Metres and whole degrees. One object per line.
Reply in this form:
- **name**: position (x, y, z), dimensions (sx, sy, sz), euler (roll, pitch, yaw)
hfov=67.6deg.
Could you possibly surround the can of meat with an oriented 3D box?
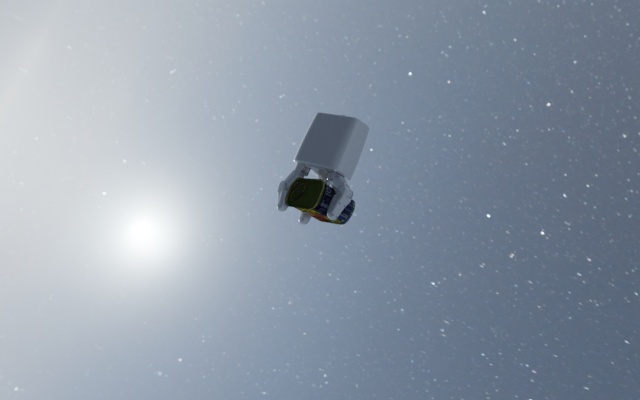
- **can of meat**: position (0.000, 0.003, 0.864), dimensions (0.084, 0.057, 0.102), euler (28, -12, -34)
